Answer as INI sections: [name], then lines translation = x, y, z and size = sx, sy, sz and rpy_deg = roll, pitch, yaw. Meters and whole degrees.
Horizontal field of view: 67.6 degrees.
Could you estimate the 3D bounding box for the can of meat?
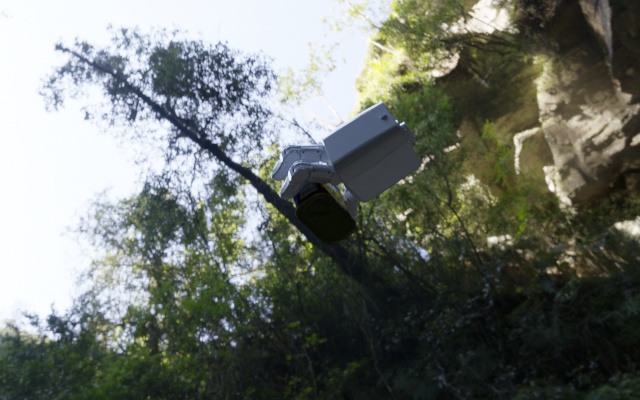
[can of meat]
translation = 0.000, 0.002, 0.705
size = 0.057, 0.084, 0.102
rpy_deg = -34, -49, 13
